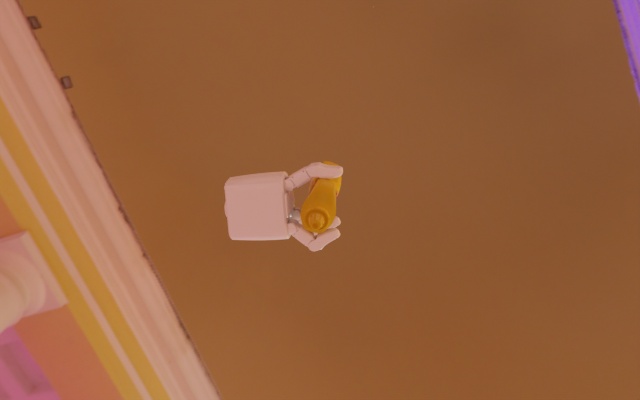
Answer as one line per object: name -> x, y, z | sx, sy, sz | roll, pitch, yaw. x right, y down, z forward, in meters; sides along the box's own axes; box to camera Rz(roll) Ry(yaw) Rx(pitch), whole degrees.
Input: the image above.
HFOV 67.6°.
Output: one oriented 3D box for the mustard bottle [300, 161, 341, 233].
mustard bottle -> 0.000, 0.003, 0.840 | 0.058, 0.096, 0.191 | 19, 23, -2
